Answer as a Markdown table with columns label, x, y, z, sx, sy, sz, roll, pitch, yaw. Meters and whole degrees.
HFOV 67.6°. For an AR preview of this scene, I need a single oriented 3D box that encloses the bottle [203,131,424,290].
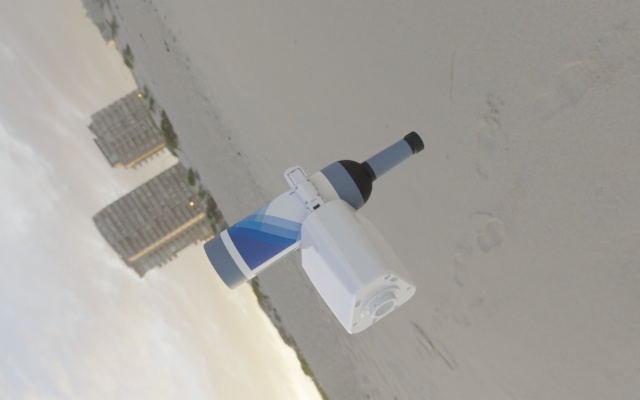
| label | x | y | z | sx | sy | sz | roll | pitch | yaw |
| --- | --- | --- | --- | --- | --- | --- | --- | --- | --- |
| bottle | 0.000 | 0.002 | 0.591 | 0.295 | 0.069 | 0.069 | -32 | 3 | -5 |
